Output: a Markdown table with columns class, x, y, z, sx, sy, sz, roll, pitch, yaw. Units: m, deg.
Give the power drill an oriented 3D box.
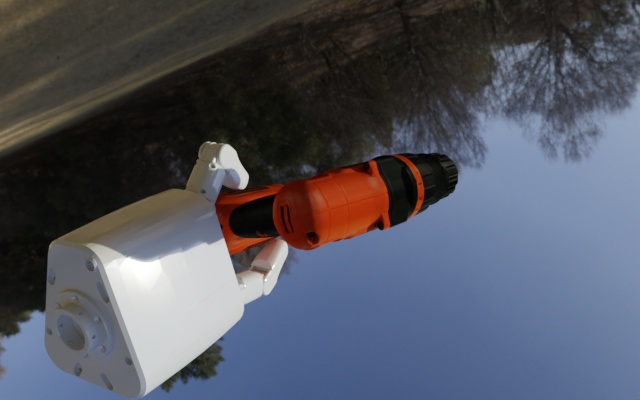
| class | x | y | z | sx | sy | sz | roll | pitch | yaw |
| --- | --- | --- | --- | --- | --- | --- | --- | --- | --- |
| power drill | 0.000 | 0.001 | 0.404 | 0.184 | 0.057 | 0.187 | -13 | 0 | -42 |
